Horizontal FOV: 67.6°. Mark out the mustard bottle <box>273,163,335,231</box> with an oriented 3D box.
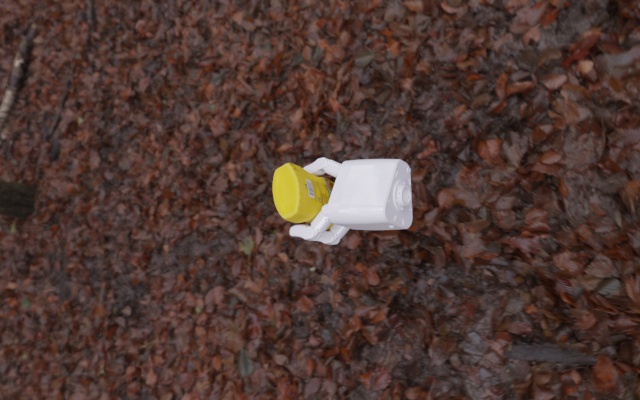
[{"bbox_3d":[0.000,0.003,0.845,0.058,0.096,0.192,-28,-28,30],"label":"mustard bottle"}]
